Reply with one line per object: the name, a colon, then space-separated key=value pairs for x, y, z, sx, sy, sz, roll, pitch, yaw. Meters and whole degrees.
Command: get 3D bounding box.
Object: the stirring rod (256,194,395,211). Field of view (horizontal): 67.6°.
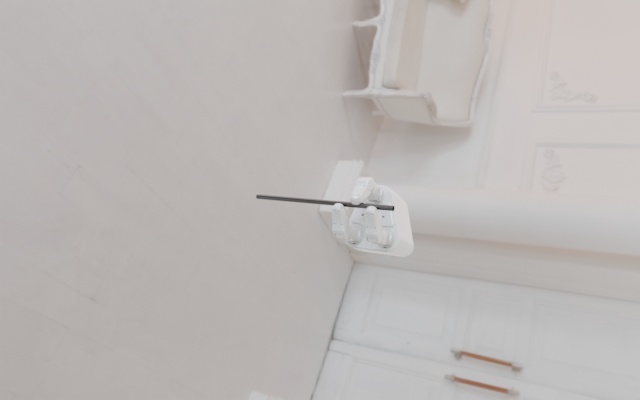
stirring rod: x=0.000 y=0.002 z=0.751 sx=0.239 sy=0.011 sz=0.011 roll=5 pitch=2 yaw=27
